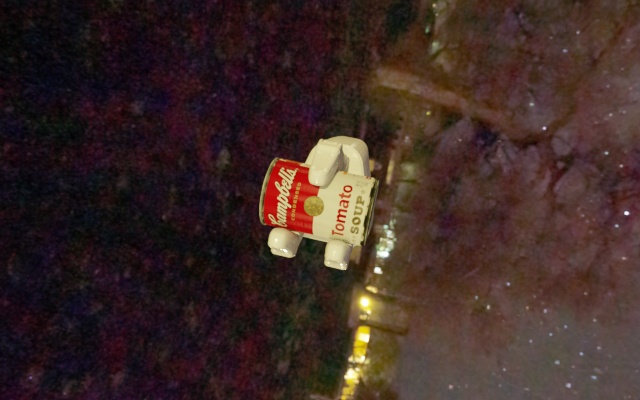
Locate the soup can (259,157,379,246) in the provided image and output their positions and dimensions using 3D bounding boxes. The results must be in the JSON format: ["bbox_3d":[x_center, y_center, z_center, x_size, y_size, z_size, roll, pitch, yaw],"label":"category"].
[{"bbox_3d":[0.000,0.002,0.463,0.102,0.068,0.068,12,2,8],"label":"soup can"}]
